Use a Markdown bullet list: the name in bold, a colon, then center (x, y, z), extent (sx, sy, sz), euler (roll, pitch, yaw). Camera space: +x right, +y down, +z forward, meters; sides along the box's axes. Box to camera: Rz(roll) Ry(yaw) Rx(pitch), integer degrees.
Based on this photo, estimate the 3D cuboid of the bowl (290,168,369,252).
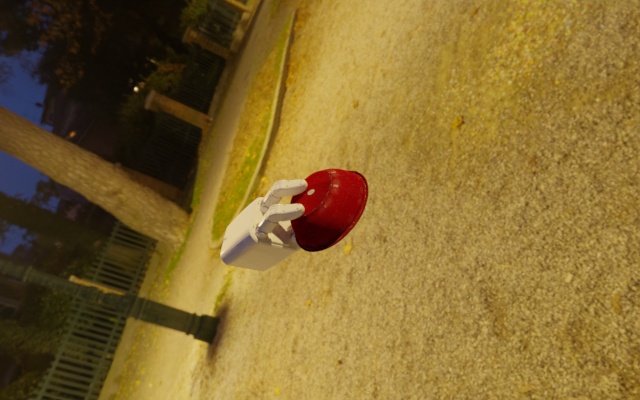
- **bowl**: center (0.001, 0.002, 0.793), extent (0.055, 0.162, 0.162), euler (40, -24, -33)
